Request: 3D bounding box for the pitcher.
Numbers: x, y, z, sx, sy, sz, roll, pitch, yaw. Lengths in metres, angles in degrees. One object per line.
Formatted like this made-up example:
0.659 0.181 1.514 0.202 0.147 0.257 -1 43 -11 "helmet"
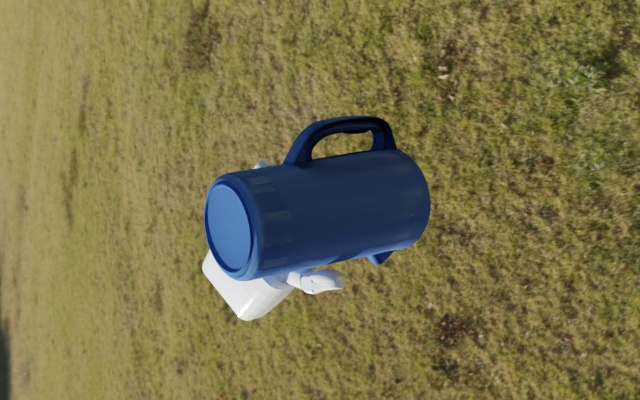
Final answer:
0.000 0.002 0.536 0.243 0.149 0.145 -9 -27 -40 "pitcher"
